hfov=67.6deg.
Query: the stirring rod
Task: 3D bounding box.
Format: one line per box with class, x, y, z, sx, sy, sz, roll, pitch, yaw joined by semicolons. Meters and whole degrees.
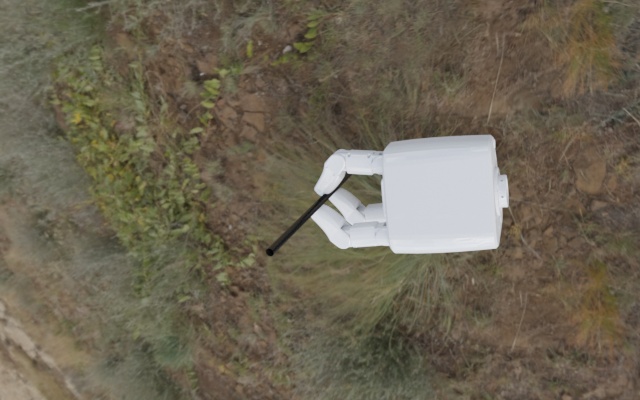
stirring rod;0.000;0.002;0.529;0.011;0.011;0.239;0;22;24
